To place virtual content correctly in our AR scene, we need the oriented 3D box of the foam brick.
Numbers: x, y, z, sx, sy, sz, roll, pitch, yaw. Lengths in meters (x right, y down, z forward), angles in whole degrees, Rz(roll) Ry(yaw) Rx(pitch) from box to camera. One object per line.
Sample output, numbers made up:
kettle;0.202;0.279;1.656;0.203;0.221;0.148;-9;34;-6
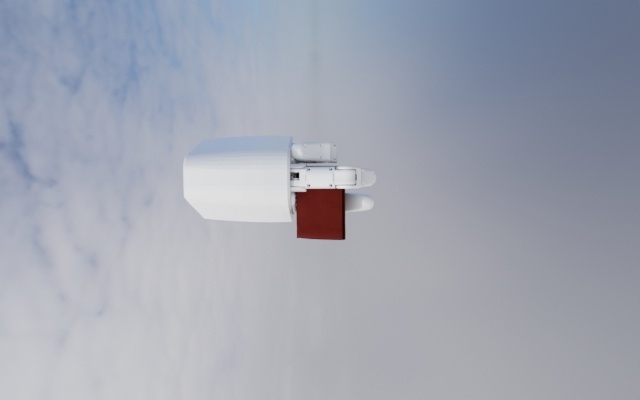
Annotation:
foam brick;0.000;0.002;0.517;0.051;0.078;0.053;-1;2;-1
